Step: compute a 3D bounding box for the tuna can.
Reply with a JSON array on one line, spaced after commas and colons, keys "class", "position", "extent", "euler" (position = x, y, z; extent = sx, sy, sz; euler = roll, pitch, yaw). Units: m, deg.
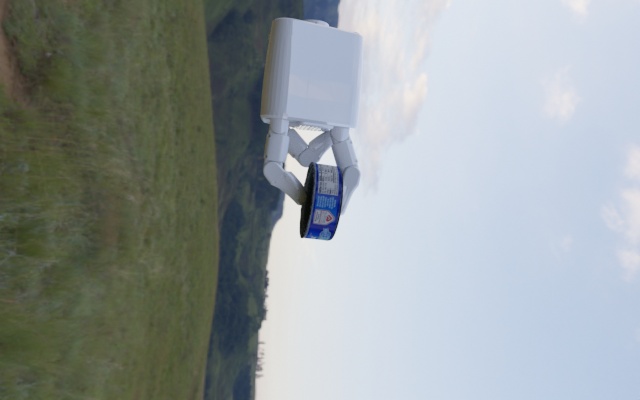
[{"class": "tuna can", "position": [0.001, 0.002, 0.533], "extent": [0.034, 0.086, 0.086], "euler": [8, -1, -9]}]
